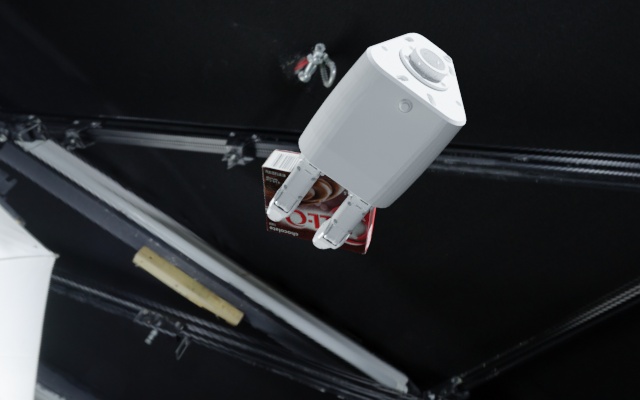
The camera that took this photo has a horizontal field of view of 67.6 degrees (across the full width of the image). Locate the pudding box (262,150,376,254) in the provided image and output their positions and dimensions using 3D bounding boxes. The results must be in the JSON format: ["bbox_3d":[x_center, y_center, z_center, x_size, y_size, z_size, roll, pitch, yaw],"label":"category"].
[{"bbox_3d":[0.000,0.001,0.488,0.113,0.090,0.039,14,43,14],"label":"pudding box"}]
